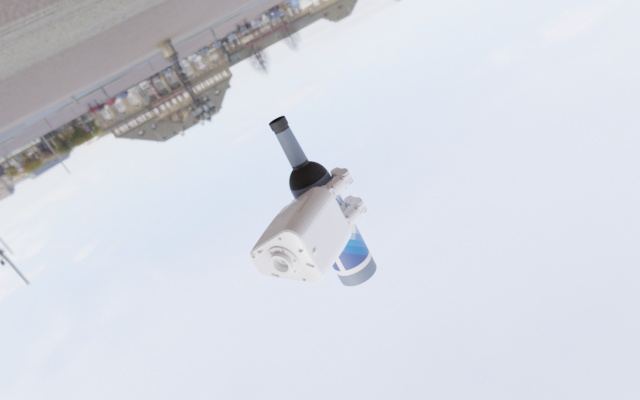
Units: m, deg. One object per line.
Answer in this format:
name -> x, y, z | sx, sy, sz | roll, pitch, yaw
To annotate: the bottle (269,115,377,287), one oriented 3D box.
bottle -> 0.000, 0.003, 0.753 | 0.069, 0.296, 0.069 | -24, 22, 10
